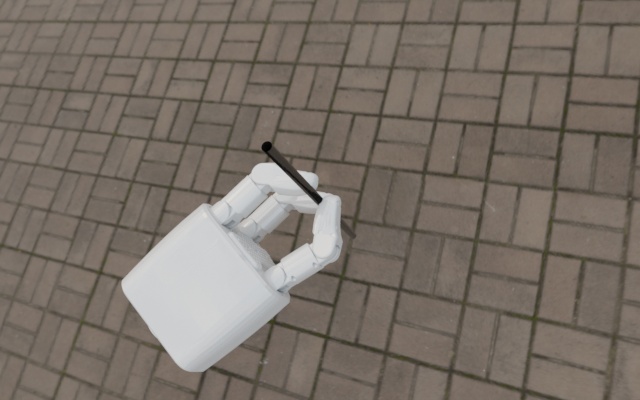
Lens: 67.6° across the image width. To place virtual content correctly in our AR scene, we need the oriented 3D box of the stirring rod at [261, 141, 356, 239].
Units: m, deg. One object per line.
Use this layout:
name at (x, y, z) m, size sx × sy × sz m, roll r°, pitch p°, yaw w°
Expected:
stirring rod at (0.000, 0.002, 0.435) m, size 0.011 × 0.011 × 0.240 m, roll 0°, pitch -19°, yaw 19°
